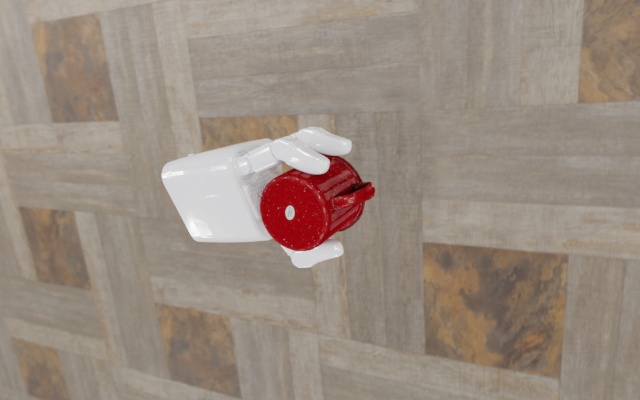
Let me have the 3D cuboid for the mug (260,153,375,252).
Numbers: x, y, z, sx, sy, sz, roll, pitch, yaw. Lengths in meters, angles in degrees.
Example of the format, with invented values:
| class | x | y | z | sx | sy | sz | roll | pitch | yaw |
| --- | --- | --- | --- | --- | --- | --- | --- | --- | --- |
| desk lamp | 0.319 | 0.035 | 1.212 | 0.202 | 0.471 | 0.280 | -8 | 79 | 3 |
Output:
| class | x | y | z | sx | sy | sz | roll | pitch | yaw |
| --- | --- | --- | --- | --- | --- | --- | --- | --- | --- |
| mug | 0.001 | 0.002 | 0.497 | 0.117 | 0.093 | 0.081 | -7 | 13 | 30 |
